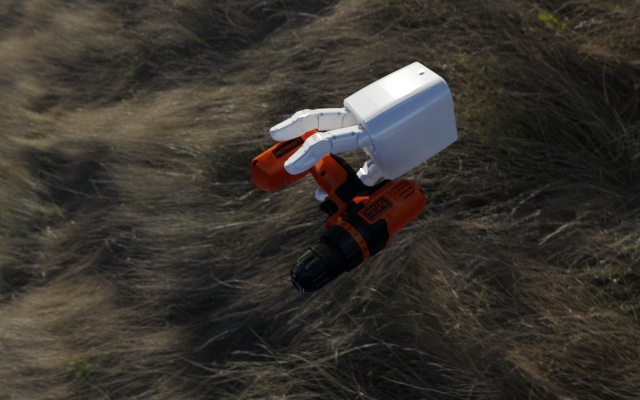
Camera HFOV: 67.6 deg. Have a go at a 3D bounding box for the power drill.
[{"bbox_3d":[0.000,0.001,0.563,0.184,0.057,0.187,-34,56,-23],"label":"power drill"}]
